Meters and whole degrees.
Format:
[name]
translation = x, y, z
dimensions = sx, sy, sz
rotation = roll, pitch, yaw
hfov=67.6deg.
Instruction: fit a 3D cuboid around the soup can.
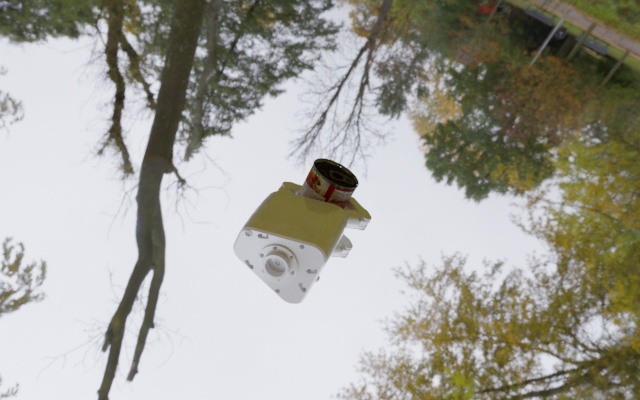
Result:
[soup can]
translation = 0.000, 0.002, 0.663
dimensions = 0.068, 0.102, 0.068
rotation = 22, 28, -12
